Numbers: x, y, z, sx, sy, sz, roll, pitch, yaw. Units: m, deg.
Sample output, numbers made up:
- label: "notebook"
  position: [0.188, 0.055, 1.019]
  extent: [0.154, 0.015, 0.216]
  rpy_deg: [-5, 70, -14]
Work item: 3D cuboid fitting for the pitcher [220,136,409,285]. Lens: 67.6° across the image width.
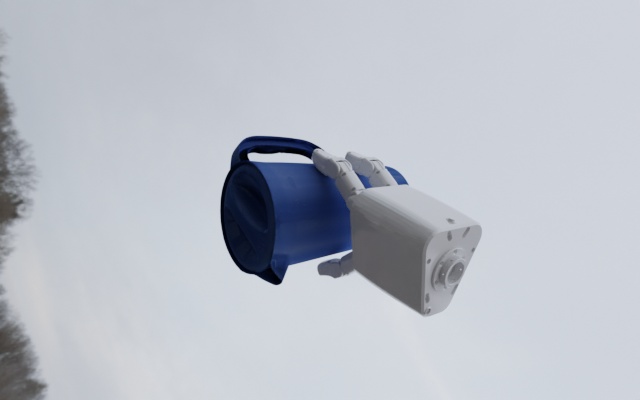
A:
- label: "pitcher"
  position: [0.000, 0.002, 0.623]
  extent: [0.243, 0.149, 0.145]
  rpy_deg: [-6, 22, -38]
